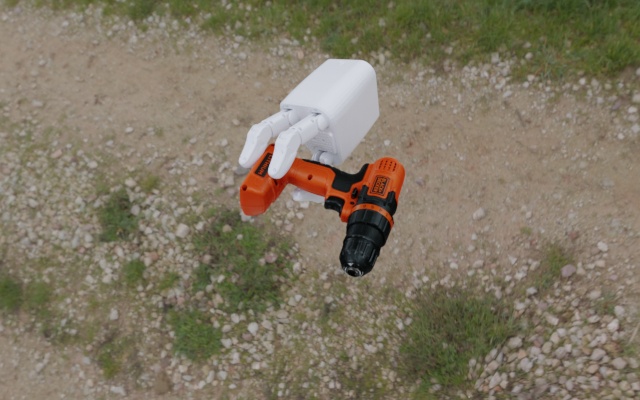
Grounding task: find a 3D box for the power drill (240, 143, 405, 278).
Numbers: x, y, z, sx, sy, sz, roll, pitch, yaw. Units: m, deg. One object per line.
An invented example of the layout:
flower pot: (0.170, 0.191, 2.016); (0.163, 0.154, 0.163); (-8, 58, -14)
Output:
power drill: (0.000, 0.002, 0.590); (0.187, 0.057, 0.184); (14, 45, 13)
